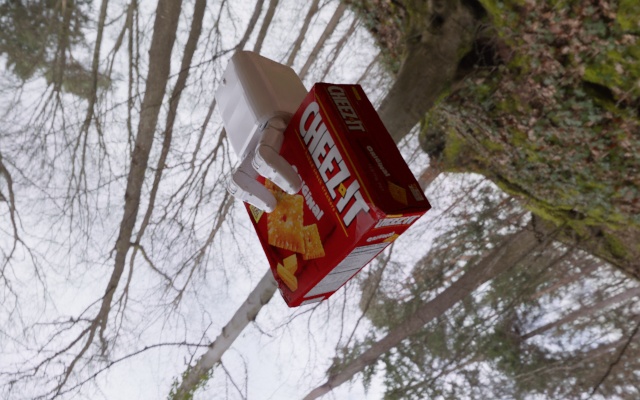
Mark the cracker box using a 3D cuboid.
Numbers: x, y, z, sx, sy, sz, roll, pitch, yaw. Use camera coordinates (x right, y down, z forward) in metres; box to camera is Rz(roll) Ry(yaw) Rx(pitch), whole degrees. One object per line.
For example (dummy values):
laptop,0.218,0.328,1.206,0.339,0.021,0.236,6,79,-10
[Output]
cracker box,0.000,0.002,0.537,0.072,0.164,0.214,-7,-29,-37
